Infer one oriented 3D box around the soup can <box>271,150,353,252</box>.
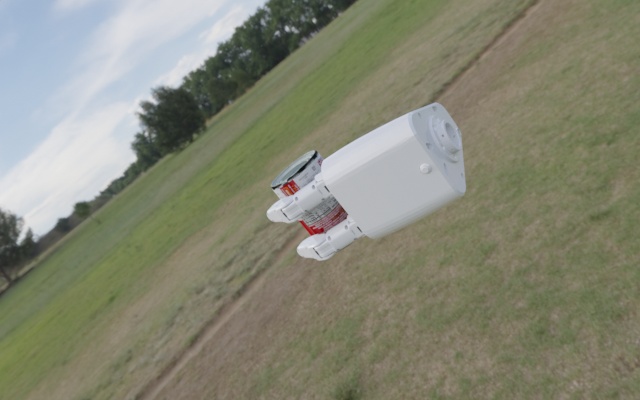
[{"bbox_3d":[0.000,0.002,0.547,0.068,0.102,0.068,-36,15,11],"label":"soup can"}]
